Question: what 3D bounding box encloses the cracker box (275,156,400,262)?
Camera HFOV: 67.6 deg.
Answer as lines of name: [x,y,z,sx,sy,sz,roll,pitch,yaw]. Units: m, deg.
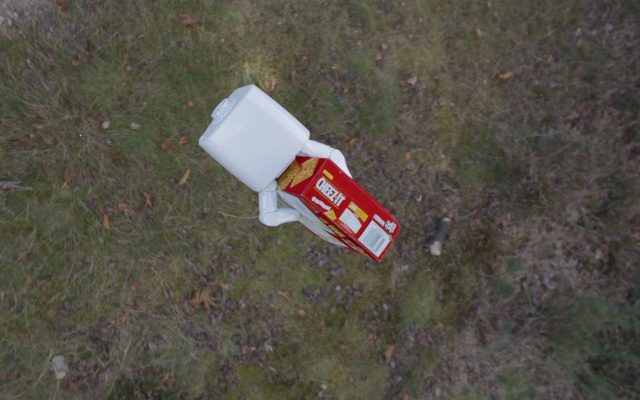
cracker box: [0.000,0.003,0.741,0.164,0.072,0.213,41,-11,-25]
